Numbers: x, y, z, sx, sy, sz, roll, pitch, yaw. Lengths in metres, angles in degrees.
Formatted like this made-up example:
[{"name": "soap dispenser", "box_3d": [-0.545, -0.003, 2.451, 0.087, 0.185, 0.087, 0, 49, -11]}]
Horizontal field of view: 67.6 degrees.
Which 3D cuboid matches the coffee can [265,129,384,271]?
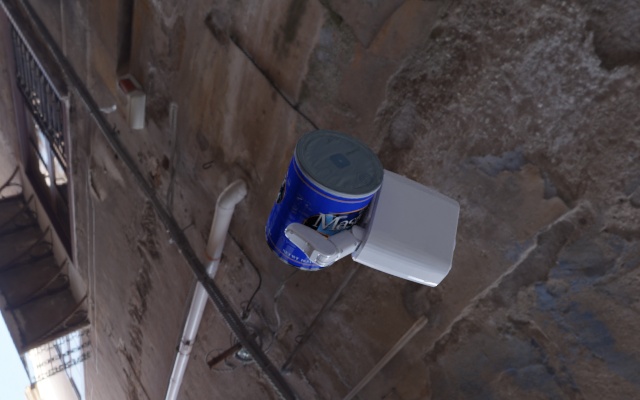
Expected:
[{"name": "coffee can", "box_3d": [0.000, 0.002, 0.568, 0.103, 0.102, 0.140, 0, -41, -25]}]
